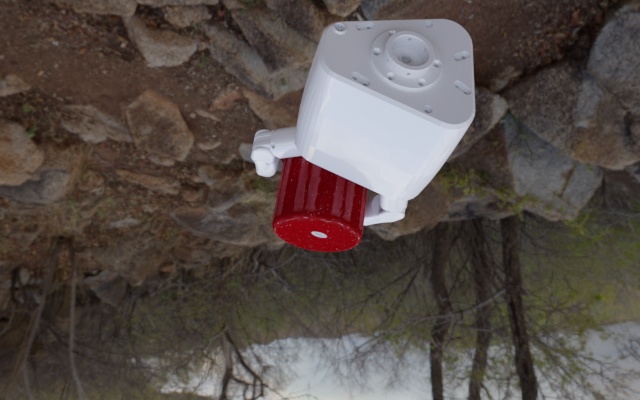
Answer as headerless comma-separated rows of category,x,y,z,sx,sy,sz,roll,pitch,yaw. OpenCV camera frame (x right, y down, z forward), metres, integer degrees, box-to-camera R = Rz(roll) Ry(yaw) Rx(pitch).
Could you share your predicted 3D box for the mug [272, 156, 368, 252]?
mug,0.000,0.002,0.453,0.093,0.081,0.117,10,-26,-3
